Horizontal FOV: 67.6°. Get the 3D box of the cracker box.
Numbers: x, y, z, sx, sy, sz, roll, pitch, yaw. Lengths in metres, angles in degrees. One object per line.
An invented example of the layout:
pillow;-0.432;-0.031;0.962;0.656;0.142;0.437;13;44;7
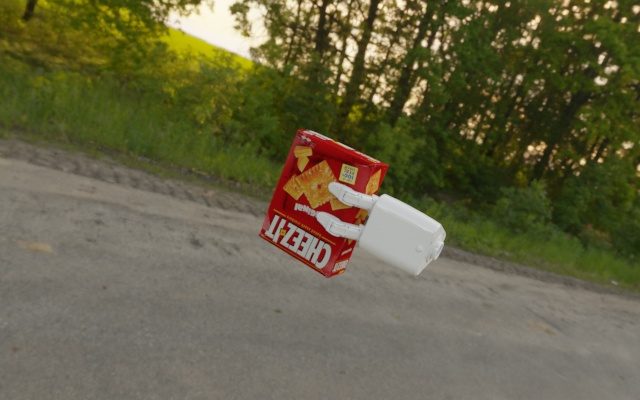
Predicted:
cracker box;0.000;0.003;0.843;0.164;0.214;0.072;28;14;25
